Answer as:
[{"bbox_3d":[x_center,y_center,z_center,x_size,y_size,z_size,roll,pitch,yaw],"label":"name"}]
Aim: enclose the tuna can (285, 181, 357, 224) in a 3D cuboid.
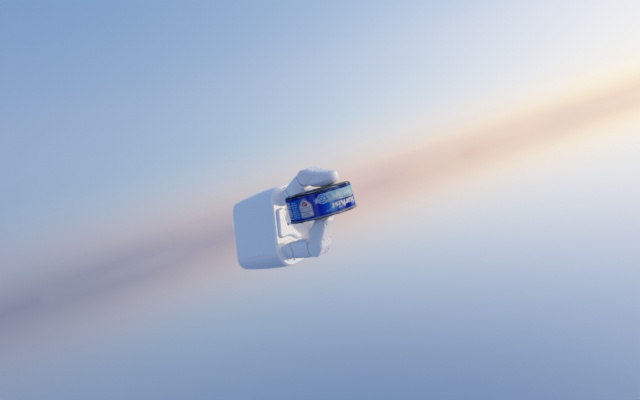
[{"bbox_3d":[0.000,0.001,0.594,0.086,0.034,0.086,-15,4,1],"label":"tuna can"}]
